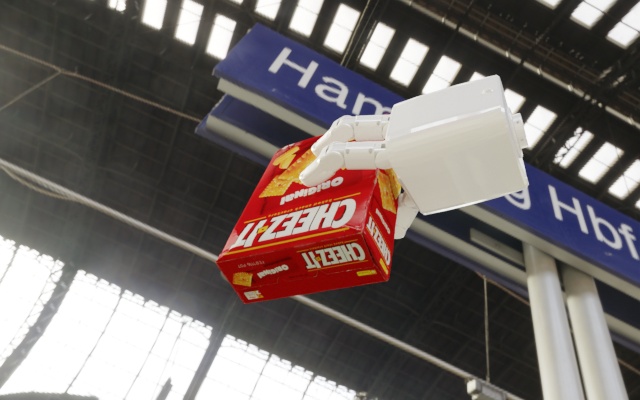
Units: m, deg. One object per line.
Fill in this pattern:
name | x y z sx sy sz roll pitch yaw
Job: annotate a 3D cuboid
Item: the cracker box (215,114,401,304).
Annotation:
cracker box | 0.000 0.002 0.529 0.164 0.072 0.213 -15 32 26
